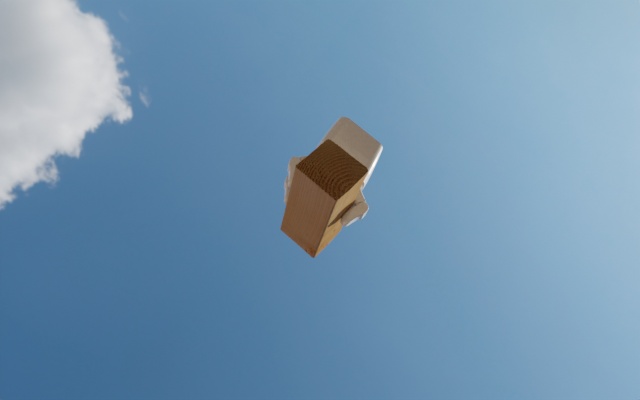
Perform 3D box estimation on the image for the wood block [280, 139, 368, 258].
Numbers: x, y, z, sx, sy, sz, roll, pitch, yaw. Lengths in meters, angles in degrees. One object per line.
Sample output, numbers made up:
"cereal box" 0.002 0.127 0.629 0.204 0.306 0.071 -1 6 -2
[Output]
"wood block" 0.001 0.003 0.848 0.090 0.091 0.206 -43 -15 -31
